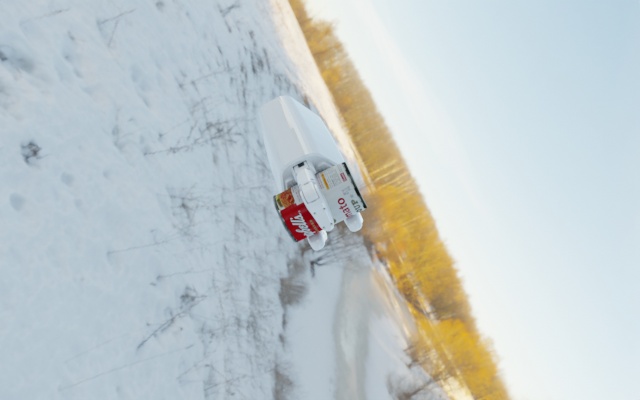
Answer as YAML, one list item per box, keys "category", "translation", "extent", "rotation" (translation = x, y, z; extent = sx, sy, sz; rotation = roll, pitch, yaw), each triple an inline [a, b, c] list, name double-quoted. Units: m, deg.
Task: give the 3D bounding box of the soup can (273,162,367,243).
- category: "soup can"
  translation: [0.001, 0.002, 0.609]
  extent: [0.102, 0.068, 0.068]
  rotation: [-26, -3, 5]
